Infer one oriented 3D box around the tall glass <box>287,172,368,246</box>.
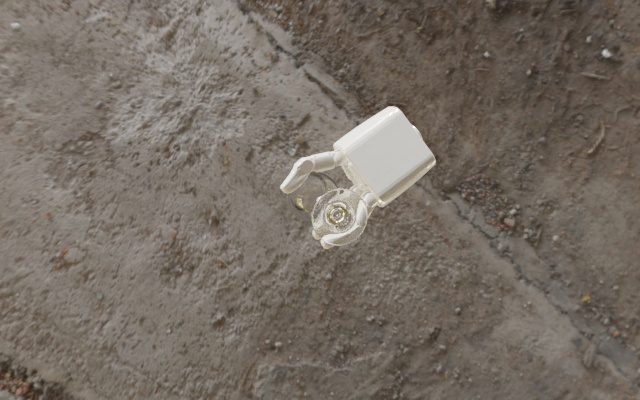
[{"bbox_3d":[0.000,0.002,0.695,0.079,0.079,0.201,0,11,-15],"label":"tall glass"}]
